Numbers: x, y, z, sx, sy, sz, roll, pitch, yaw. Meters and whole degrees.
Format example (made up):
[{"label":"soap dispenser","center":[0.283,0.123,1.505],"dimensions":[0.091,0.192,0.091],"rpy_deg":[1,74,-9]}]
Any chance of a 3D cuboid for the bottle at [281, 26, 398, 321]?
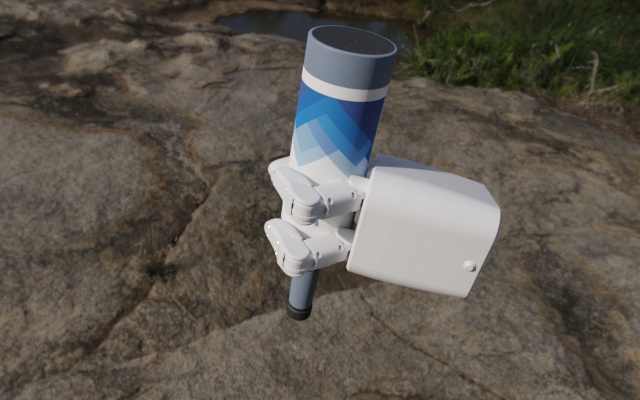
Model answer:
[{"label":"bottle","center":[0.000,0.001,0.432],"dimensions":[0.069,0.296,0.069],"rpy_deg":[8,35,-5]}]
